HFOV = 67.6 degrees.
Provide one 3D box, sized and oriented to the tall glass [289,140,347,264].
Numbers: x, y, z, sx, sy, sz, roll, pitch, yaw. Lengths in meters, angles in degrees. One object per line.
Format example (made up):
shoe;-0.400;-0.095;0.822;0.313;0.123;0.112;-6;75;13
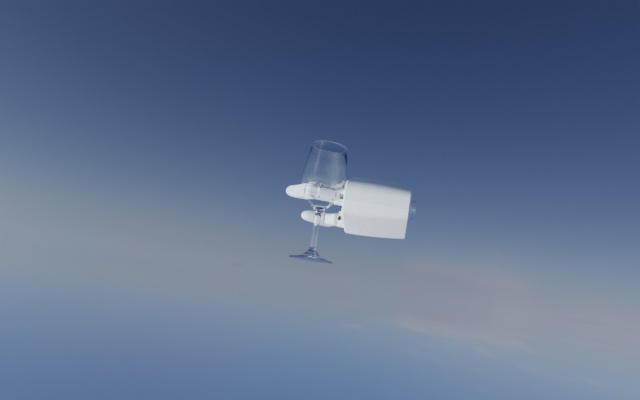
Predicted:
tall glass;0.000;0.003;0.810;0.079;0.201;0.079;9;-9;1
